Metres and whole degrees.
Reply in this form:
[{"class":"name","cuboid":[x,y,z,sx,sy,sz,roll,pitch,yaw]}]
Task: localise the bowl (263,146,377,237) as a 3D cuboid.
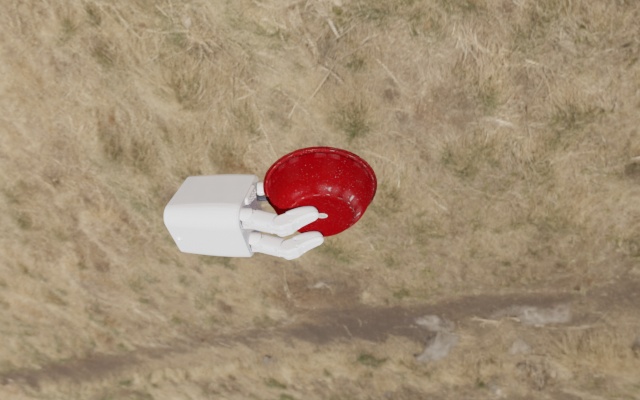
[{"class":"bowl","cuboid":[0.001,0.002,0.657,0.162,0.055,0.162,-1,-41,-1]}]
